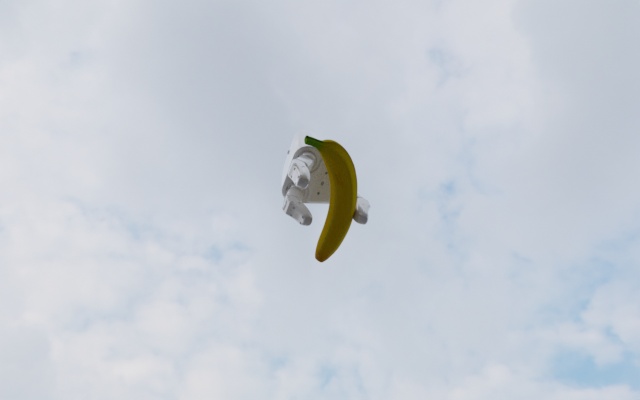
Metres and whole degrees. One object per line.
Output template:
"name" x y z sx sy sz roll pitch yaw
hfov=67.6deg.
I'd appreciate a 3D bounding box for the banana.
"banana" 0.018 -0.004 0.661 0.069 0.198 0.037 -9 28 -7
